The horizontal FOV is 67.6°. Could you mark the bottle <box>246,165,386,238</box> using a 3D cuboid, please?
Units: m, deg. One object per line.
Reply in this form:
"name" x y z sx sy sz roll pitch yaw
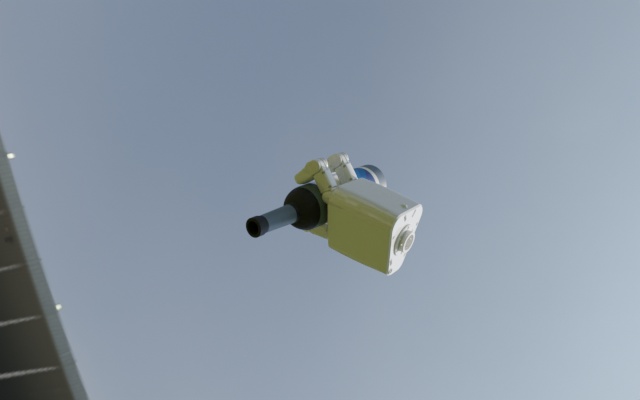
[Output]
"bottle" 0.000 0.002 0.733 0.069 0.069 0.295 0 13 38
